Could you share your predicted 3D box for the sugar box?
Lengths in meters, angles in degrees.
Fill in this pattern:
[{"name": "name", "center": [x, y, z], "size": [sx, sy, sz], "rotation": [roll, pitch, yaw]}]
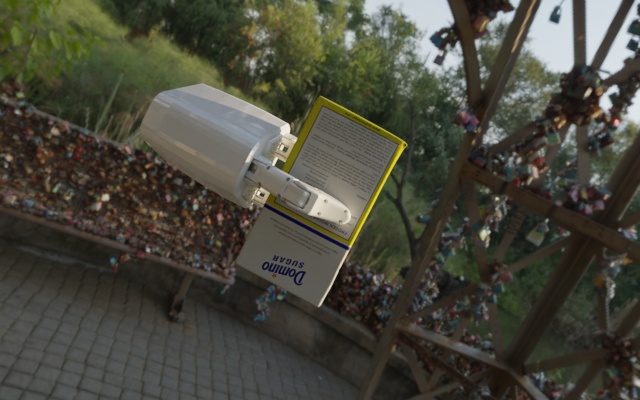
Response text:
[{"name": "sugar box", "center": [0.000, 0.001, 0.458], "size": [0.093, 0.176, 0.048], "rotation": [28, 8, 2]}]
